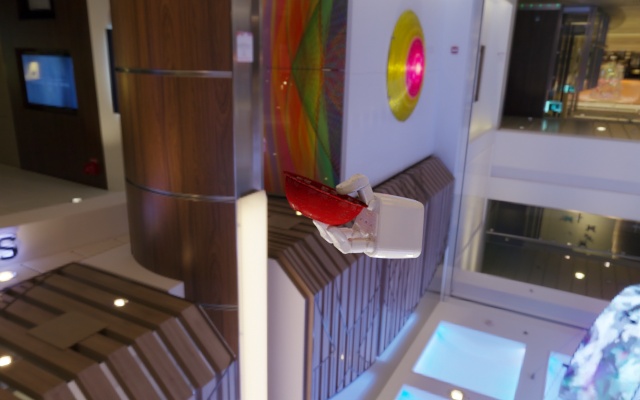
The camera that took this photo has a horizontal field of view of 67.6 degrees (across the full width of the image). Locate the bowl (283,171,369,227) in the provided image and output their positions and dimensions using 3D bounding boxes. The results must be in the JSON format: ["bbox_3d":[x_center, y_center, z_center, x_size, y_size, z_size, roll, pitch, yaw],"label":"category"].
[{"bbox_3d":[-0.001,0.003,0.835,0.162,0.055,0.162,23,5,-2],"label":"bowl"}]
